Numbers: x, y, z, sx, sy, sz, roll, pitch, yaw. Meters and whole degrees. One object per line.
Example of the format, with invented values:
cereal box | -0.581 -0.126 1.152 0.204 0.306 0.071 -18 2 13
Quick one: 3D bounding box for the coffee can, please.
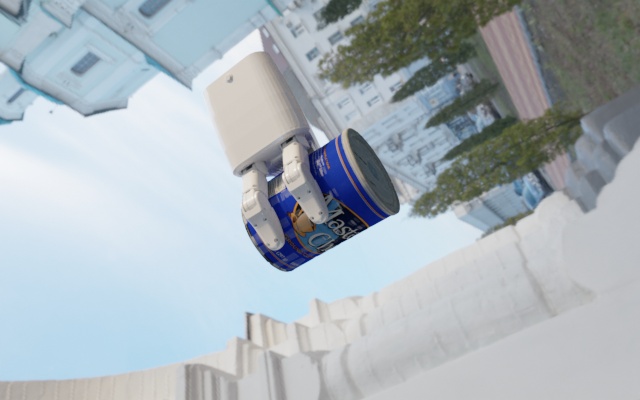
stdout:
coffee can | 0.000 0.002 0.520 0.140 0.103 0.103 -31 -12 20
